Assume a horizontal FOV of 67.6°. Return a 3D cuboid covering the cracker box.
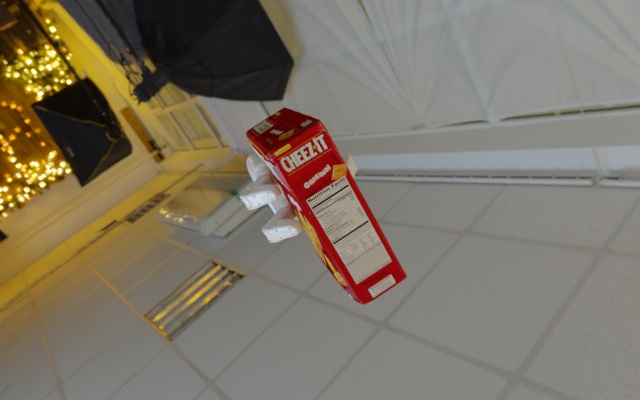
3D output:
[{"bbox_3d":[0.000,0.002,0.578,0.072,0.214,0.164,-34,22,-6],"label":"cracker box"}]
